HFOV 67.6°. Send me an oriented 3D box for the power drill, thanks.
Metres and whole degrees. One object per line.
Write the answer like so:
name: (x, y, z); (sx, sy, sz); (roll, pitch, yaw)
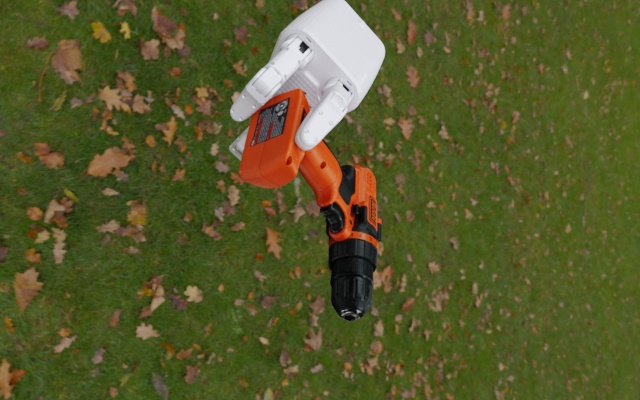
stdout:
power drill: (0.000, 0.001, 0.464); (0.057, 0.184, 0.188); (-18, -44, 24)
